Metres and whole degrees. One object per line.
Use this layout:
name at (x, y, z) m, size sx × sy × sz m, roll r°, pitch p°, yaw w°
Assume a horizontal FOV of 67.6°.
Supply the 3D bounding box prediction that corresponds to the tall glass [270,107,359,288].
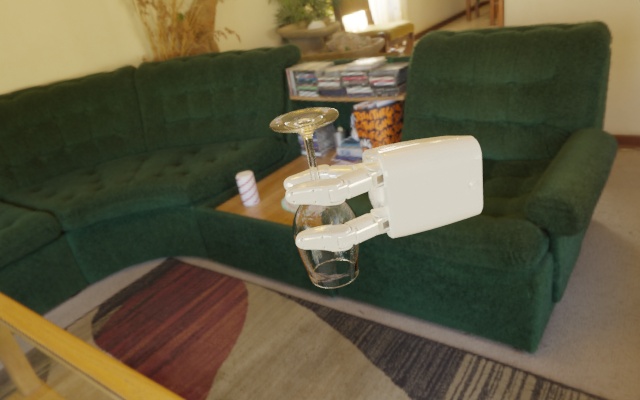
tall glass at (0.000, 0.001, 0.545) m, size 0.079 × 0.201 × 0.079 m, roll -9°, pitch 26°, yaw 4°
